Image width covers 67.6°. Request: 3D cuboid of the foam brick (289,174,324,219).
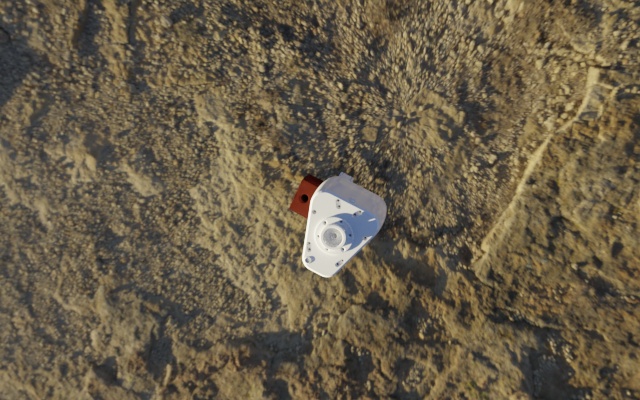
[{"bbox_3d":[0.000,0.002,0.724,0.078,0.053,0.051,27,15,5],"label":"foam brick"}]
